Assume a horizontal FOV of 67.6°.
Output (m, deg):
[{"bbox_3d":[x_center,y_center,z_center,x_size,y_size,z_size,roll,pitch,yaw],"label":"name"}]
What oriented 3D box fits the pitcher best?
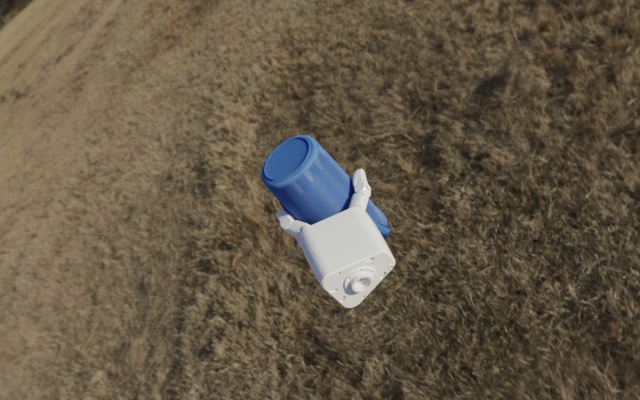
[{"bbox_3d":[0.000,0.003,0.837,0.149,0.145,0.243,-36,-50,8],"label":"pitcher"}]
